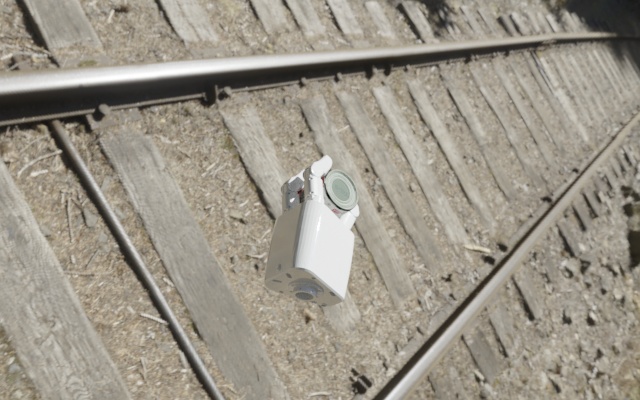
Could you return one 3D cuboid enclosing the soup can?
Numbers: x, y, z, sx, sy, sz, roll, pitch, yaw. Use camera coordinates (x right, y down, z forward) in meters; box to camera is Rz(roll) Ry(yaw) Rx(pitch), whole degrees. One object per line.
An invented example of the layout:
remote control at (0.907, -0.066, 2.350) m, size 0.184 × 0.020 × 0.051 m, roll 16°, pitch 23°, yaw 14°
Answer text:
soup can at (0.000, 0.002, 0.737) m, size 0.068 × 0.068 × 0.102 m, roll 0°, pitch -22°, yaw -43°
